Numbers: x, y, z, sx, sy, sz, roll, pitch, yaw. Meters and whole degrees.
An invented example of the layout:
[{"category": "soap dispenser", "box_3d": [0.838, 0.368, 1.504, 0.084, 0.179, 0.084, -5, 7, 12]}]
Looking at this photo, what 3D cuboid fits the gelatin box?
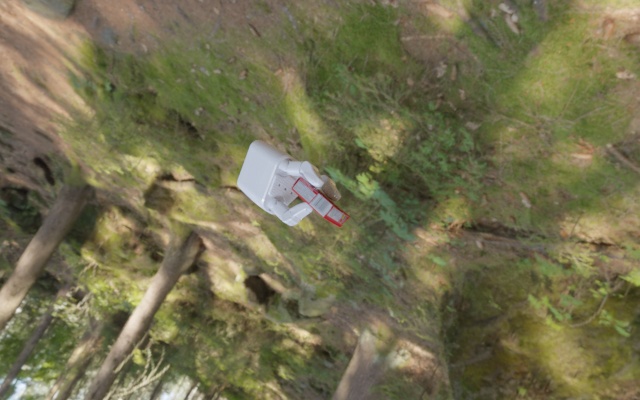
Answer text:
[{"category": "gelatin box", "box_3d": [0.000, 0.003, 0.827, 0.089, 0.030, 0.073, 41, 4, 30]}]
